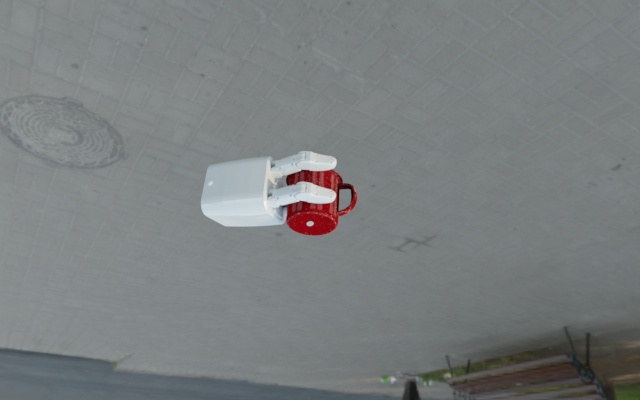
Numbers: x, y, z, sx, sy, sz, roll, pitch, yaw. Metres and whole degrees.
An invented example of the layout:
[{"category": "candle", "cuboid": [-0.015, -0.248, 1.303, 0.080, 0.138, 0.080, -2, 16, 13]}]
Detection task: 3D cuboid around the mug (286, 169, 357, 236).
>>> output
[{"category": "mug", "cuboid": [0.002, 0.003, 0.754, 0.117, 0.081, 0.093, -5, -31, 13]}]
